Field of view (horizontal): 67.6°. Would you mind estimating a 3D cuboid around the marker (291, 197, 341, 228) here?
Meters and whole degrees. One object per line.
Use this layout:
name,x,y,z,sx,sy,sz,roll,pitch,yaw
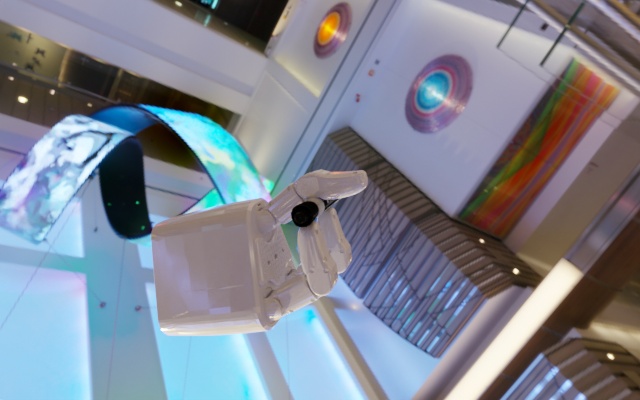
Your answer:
marker,0.000,0.001,0.423,0.020,0.020,0.121,0,11,16
